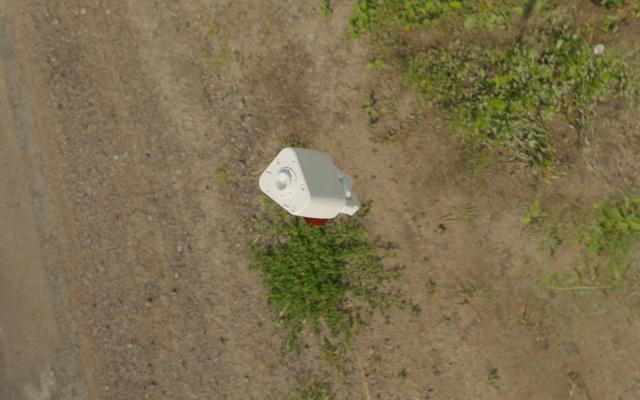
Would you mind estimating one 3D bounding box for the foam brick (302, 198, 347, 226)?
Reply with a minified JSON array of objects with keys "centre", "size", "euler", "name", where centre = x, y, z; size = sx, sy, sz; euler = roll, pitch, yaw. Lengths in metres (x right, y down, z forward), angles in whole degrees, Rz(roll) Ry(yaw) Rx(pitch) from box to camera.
[{"centre":[0.000,0.003,0.899],"size":[0.078,0.053,0.051],"euler":[-47,-27,23],"name":"foam brick"}]
